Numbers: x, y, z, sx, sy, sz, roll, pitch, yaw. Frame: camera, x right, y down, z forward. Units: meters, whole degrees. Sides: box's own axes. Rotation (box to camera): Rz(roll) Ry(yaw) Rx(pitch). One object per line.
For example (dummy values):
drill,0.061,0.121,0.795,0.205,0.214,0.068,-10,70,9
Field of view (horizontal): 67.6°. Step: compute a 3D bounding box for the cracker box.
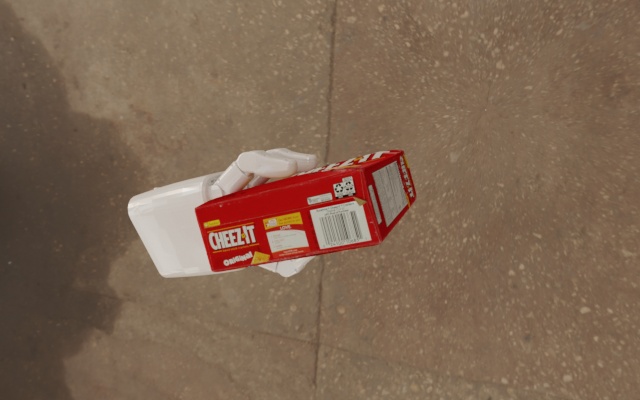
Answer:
cracker box,0.000,0.002,0.500,0.164,0.072,0.213,-12,6,21
